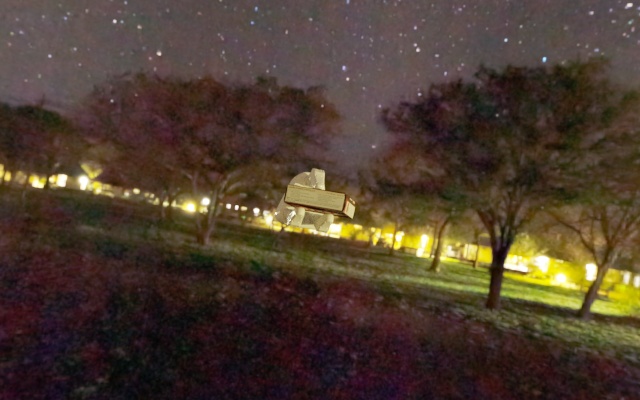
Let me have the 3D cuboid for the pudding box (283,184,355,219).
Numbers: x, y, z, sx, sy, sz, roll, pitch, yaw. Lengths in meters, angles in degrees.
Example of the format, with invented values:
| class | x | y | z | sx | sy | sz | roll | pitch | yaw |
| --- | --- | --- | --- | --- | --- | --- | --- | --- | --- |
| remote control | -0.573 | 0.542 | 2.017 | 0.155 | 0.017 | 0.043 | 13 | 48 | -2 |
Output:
| class | x | y | z | sx | sy | sz | roll | pitch | yaw |
| --- | --- | --- | --- | --- | --- | --- | --- | --- | --- |
| pudding box | 0.000 | 0.003 | 0.864 | 0.113 | 0.039 | 0.090 | 7 | -7 | 15 |
